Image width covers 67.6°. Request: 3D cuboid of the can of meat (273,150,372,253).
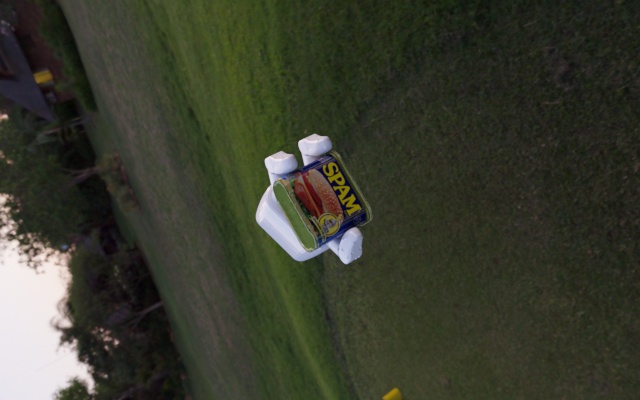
[{"bbox_3d":[0.000,0.002,0.587,0.084,0.102,0.057,-28,-5,-23],"label":"can of meat"}]
